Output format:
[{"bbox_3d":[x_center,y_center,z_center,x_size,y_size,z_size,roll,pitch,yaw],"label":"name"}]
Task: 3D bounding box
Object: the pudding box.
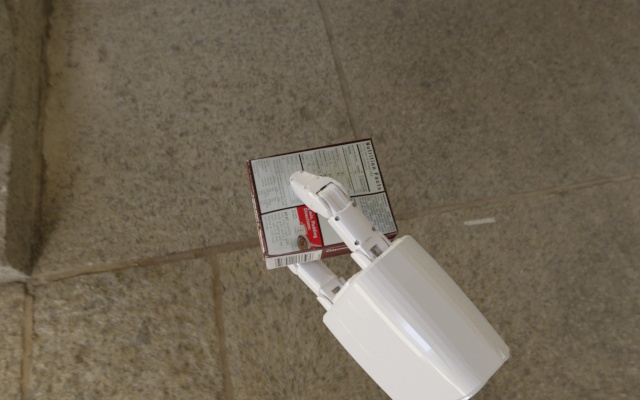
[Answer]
[{"bbox_3d":[0.000,0.001,0.405,0.113,0.090,0.039,-10,-20,-9],"label":"pudding box"}]
